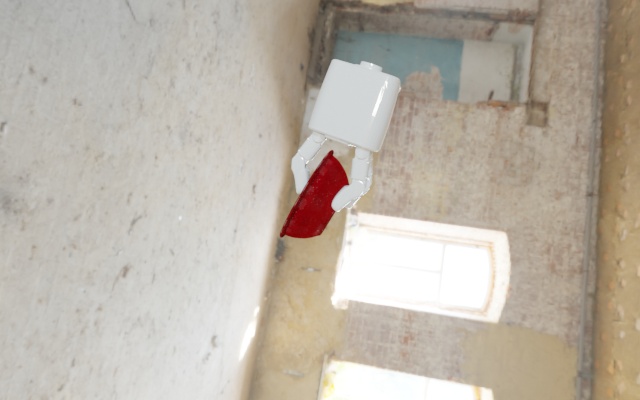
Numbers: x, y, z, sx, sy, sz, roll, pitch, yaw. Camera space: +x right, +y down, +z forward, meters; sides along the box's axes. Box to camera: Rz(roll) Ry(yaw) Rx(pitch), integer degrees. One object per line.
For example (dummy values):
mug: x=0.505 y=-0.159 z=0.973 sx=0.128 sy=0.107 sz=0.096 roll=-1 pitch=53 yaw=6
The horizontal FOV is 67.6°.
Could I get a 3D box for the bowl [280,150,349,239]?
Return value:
bowl: x=0.000 y=0.004 z=0.755 sx=0.055 sy=0.162 sz=0.162 roll=31 pitch=2 yaw=3
